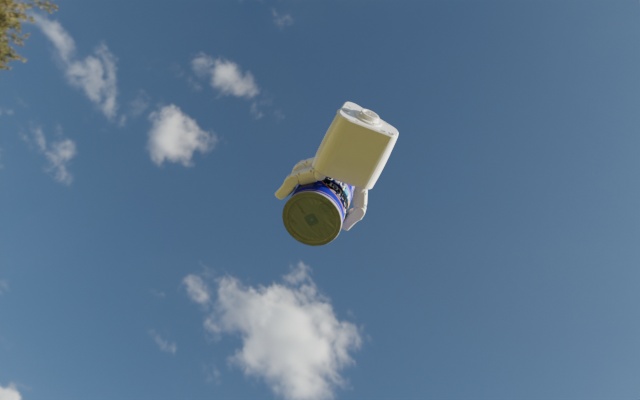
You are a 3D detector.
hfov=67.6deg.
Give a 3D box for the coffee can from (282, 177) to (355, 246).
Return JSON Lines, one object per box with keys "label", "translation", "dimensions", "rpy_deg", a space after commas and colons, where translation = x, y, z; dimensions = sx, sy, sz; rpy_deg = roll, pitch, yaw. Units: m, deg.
{"label": "coffee can", "translation": [0.000, 0.003, 0.859], "dimensions": [0.103, 0.103, 0.140], "rpy_deg": [0, 26, 14]}
